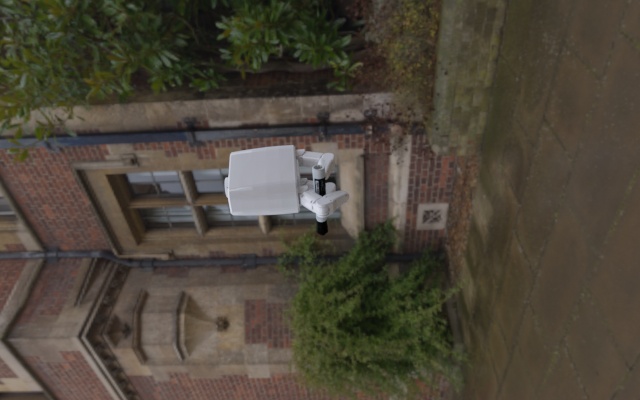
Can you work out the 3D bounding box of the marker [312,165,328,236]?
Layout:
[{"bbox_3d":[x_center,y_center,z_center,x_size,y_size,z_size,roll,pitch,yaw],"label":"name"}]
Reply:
[{"bbox_3d":[0.000,0.002,0.734,0.020,0.121,0.020,-3,32,2],"label":"marker"}]
